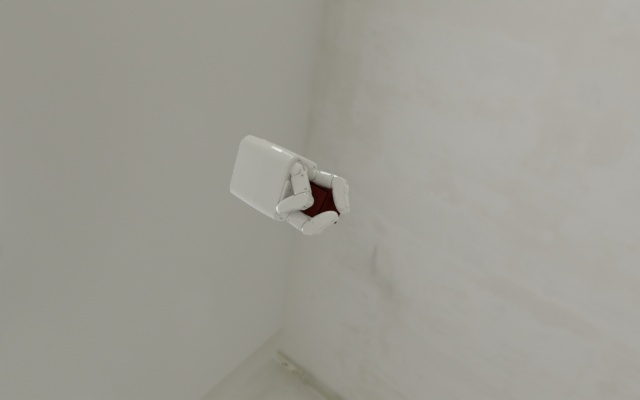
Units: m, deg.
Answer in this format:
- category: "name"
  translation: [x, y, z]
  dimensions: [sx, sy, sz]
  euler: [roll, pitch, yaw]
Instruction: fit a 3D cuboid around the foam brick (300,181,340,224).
- category: "foam brick"
  translation: [0.000, 0.003, 0.797]
  dimensions: [0.051, 0.053, 0.078]
  euler: [26, 4, 26]
